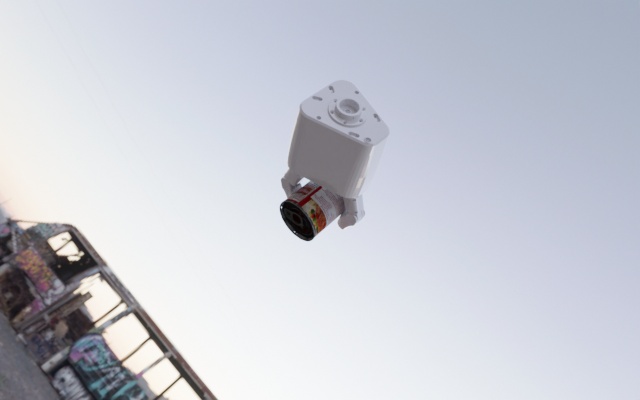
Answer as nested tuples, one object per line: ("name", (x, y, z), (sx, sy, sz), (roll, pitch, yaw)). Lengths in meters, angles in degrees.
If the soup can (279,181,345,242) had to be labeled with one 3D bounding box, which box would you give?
("soup can", (0.000, 0.002, 0.691), (0.102, 0.068, 0.068), (-39, 22, -31))
